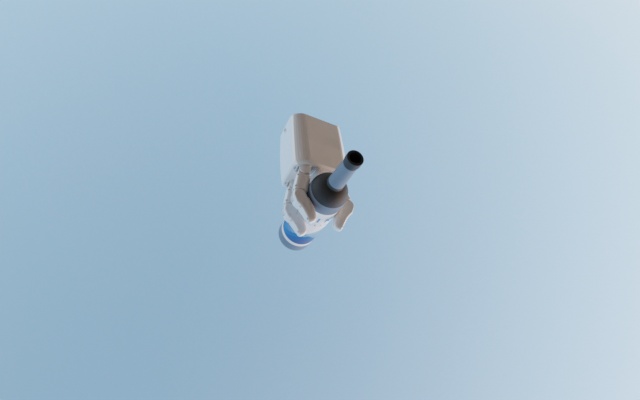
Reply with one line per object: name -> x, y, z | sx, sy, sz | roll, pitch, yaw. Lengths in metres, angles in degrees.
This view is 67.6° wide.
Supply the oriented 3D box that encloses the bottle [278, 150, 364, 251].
bottle -> 0.000, 0.003, 0.817 | 0.069, 0.069, 0.296 | 0, -26, -23
